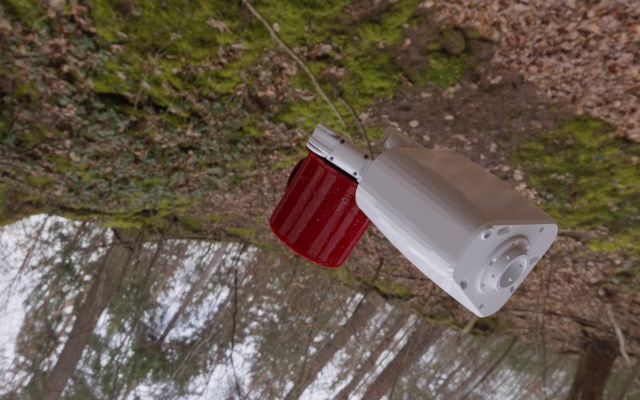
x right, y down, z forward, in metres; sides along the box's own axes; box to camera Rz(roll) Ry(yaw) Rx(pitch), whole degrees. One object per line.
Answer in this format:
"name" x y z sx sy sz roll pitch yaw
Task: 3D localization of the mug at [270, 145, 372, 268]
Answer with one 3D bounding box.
"mug" -0.001 0.001 0.448 0.093 0.081 0.117 21 16 -43
